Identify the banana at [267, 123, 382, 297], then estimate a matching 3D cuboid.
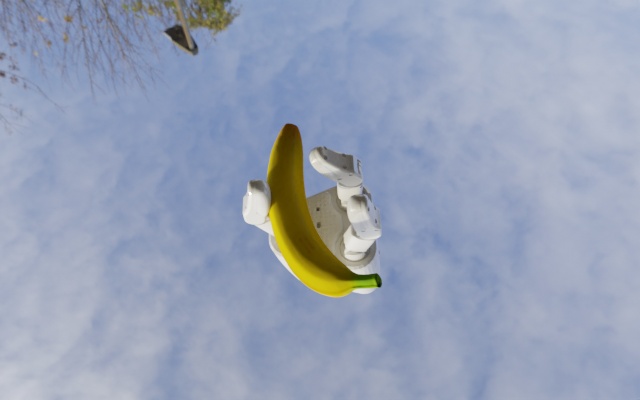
[{"bbox_3d":[-0.014,0.014,0.435,0.069,0.197,0.037,-33,-33,7],"label":"banana"}]
